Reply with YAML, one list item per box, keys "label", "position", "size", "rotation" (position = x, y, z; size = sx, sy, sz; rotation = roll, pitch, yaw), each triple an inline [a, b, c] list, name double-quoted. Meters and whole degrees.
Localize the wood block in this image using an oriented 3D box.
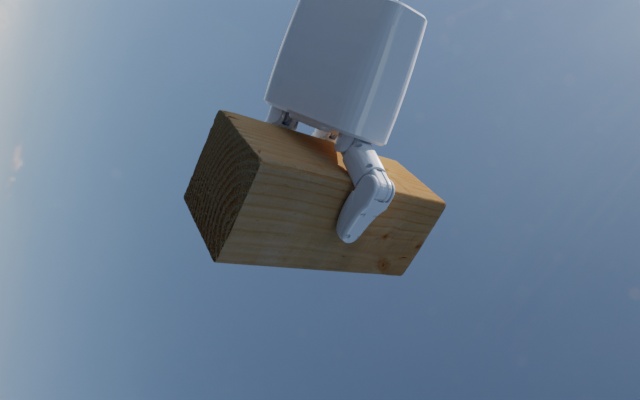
- label: "wood block"
  position: [0.000, 0.001, 0.425]
  size: [0.206, 0.090, 0.090]
  rotation: [11, 27, -38]
